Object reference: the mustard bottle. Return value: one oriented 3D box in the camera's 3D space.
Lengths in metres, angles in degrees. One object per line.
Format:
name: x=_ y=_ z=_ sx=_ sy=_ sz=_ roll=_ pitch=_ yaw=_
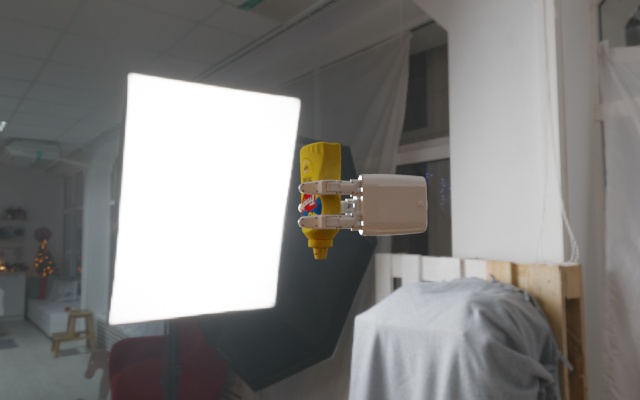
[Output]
mustard bottle: x=0.000 y=0.002 z=0.805 sx=0.058 sy=0.191 sz=0.096 roll=1 pitch=-4 yaw=-28
